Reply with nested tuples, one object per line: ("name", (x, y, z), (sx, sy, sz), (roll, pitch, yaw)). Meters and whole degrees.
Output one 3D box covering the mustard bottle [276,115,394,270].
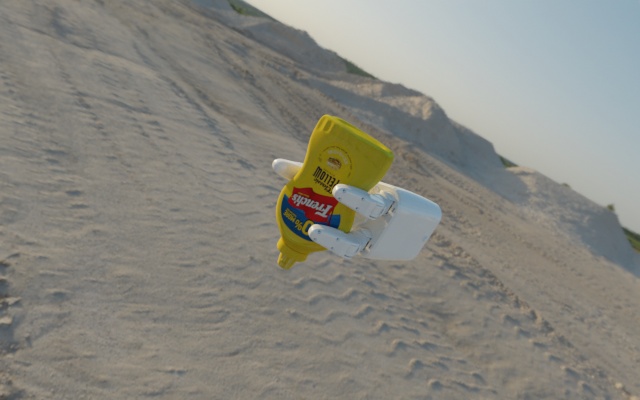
("mustard bottle", (0.000, 0.002, 0.572), (0.096, 0.192, 0.058), (35, 17, 17))
